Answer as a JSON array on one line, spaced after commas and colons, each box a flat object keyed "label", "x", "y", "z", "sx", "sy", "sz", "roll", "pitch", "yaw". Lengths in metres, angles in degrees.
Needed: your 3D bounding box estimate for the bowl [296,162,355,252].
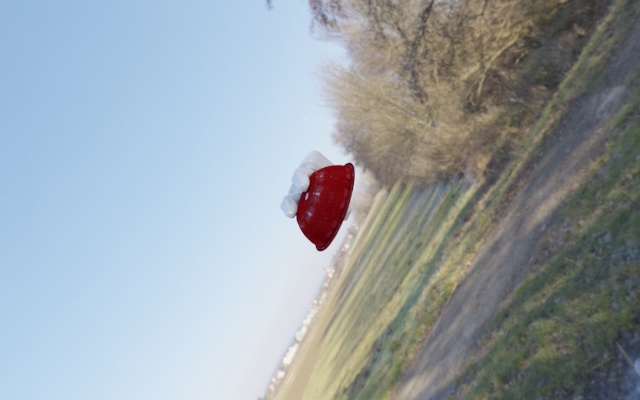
[{"label": "bowl", "x": 0.000, "y": 0.003, "z": 0.809, "sx": 0.055, "sy": 0.162, "sz": 0.162, "roll": 20, "pitch": -5, "yaw": -14}]
